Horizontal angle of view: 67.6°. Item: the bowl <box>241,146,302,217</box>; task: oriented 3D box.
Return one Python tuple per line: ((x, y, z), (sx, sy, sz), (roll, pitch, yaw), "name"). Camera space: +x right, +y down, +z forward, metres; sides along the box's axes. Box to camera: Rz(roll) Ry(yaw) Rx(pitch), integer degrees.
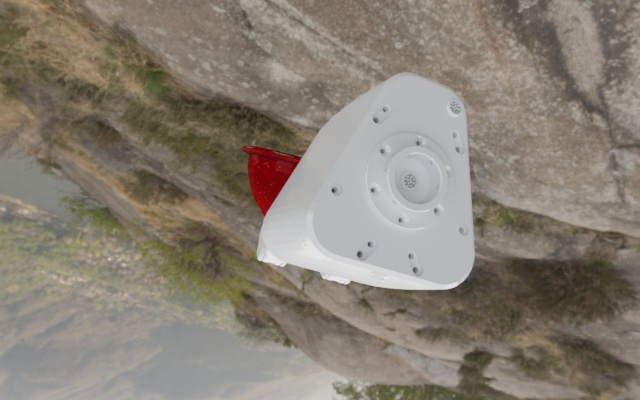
((0.000, 0.002, 0.430), (0.162, 0.055, 0.162), (17, 0, 0), "bowl")
